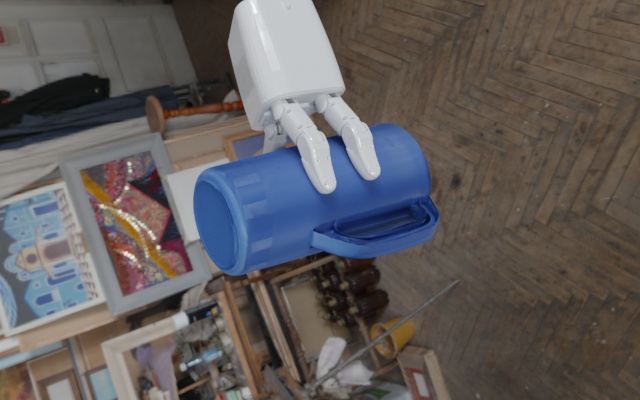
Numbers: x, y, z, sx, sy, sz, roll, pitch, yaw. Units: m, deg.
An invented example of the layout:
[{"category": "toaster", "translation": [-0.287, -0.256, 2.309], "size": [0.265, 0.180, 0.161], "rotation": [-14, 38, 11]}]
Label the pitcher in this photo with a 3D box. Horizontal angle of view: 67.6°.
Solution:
[{"category": "pitcher", "translation": [0.000, 0.002, 0.515], "size": [0.243, 0.145, 0.149], "rotation": [-16, -2, -34]}]
